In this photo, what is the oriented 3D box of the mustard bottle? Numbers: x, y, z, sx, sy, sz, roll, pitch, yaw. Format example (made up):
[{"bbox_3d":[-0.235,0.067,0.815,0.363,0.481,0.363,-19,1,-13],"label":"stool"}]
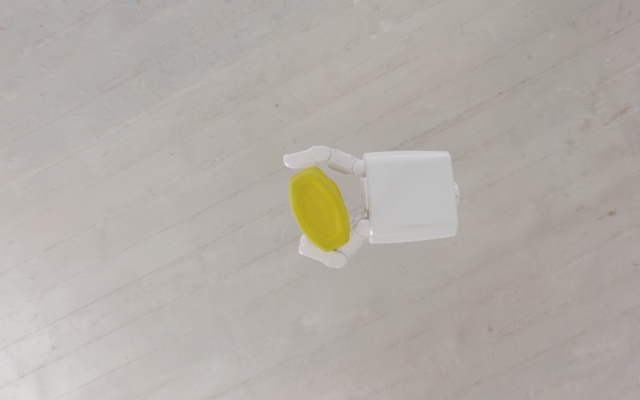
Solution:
[{"bbox_3d":[0.000,0.002,0.618,0.058,0.096,0.191,-28,5,4],"label":"mustard bottle"}]
